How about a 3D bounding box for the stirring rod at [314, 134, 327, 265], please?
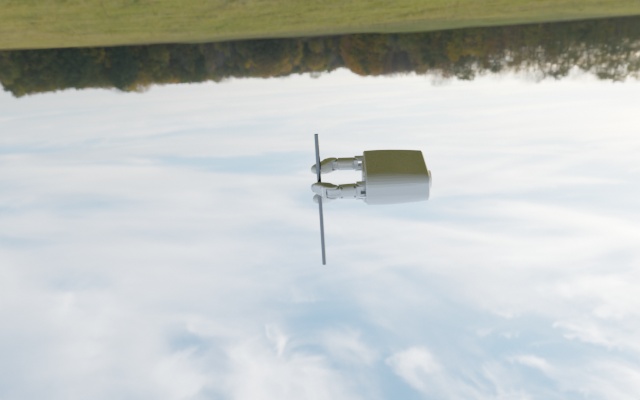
[{"bbox_3d":[0.000,0.003,0.837,0.011,0.240,0.011,-3,19,1],"label":"stirring rod"}]
